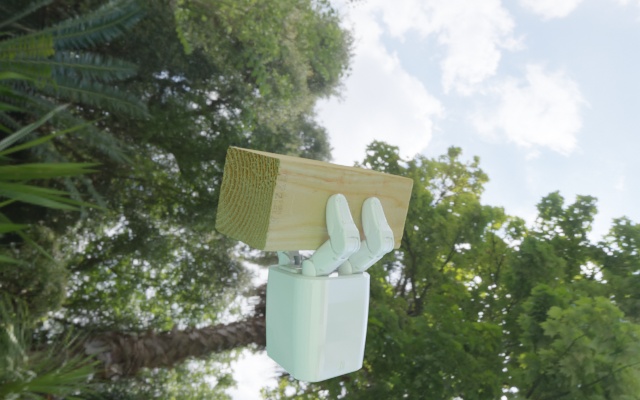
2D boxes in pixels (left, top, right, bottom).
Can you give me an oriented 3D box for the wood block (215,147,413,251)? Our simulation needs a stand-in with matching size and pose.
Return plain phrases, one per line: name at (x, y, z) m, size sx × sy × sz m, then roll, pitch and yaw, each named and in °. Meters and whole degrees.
wood block at (0.000, 0.002, 0.533) m, size 0.206 × 0.090 × 0.091 m, roll 5°, pitch 8°, yaw -44°
